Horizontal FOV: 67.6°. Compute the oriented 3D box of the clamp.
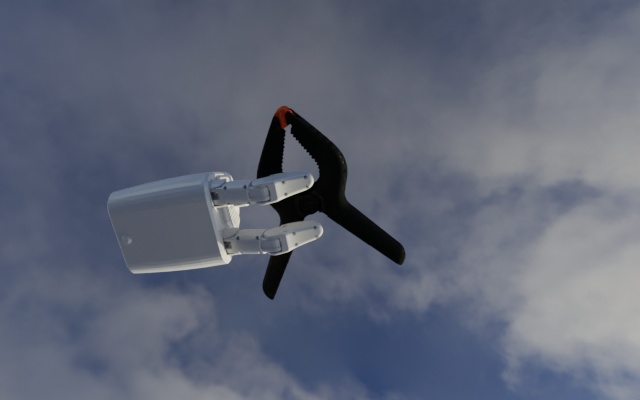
[{"bbox_3d":[0.000,0.001,0.509,0.164,0.210,0.036,-10,20,2],"label":"clamp"}]
